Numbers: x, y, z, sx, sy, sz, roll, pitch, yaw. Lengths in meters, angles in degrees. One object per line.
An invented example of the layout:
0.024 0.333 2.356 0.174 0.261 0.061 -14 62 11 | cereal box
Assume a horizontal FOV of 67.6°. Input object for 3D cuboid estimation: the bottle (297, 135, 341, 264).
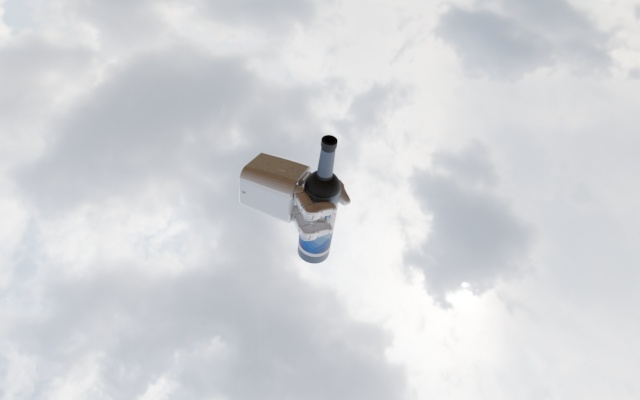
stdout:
0.000 0.003 0.883 0.069 0.069 0.296 0 -44 -8 | bottle
